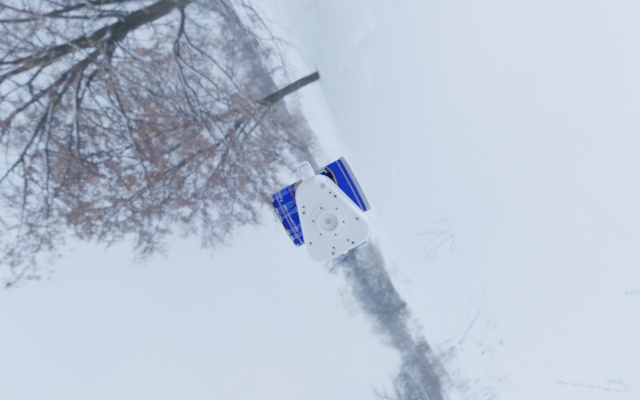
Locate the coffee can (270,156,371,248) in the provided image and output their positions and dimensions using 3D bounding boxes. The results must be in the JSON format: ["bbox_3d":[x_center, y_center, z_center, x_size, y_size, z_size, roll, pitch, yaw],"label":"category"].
[{"bbox_3d":[0.000,0.003,0.813,0.140,0.103,0.103,-28,-1,2],"label":"coffee can"}]
